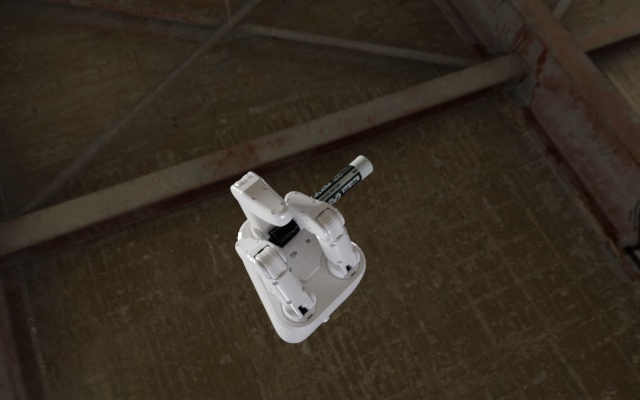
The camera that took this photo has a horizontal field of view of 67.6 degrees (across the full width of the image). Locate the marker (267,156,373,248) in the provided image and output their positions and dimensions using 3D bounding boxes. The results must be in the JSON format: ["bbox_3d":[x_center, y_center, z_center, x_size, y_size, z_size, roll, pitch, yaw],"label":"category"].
[{"bbox_3d":[0.000,0.001,0.433,0.121,0.020,0.020,-40,16,-20],"label":"marker"}]
